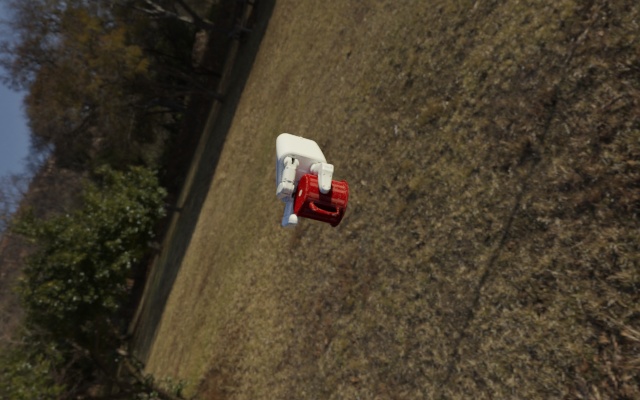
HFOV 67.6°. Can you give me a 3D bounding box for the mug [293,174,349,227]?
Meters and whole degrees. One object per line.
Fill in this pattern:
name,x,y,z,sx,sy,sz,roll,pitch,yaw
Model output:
mug,0.000,0.004,0.895,0.081,0.093,0.117,13,25,-18
